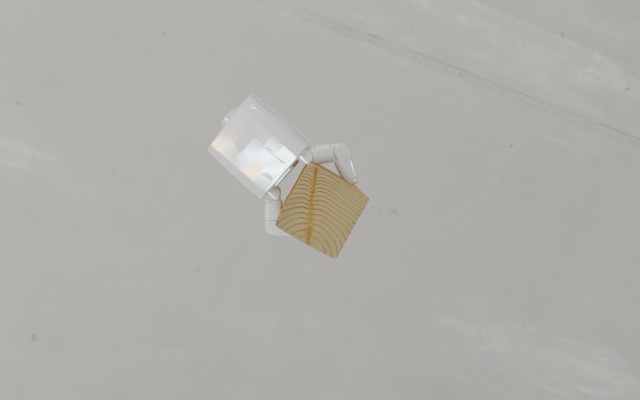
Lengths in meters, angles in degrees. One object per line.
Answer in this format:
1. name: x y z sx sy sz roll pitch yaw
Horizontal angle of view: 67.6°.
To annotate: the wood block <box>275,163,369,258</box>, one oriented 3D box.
1. wood block: 0.000 0.002 0.691 0.090 0.091 0.206 29 6 -4
